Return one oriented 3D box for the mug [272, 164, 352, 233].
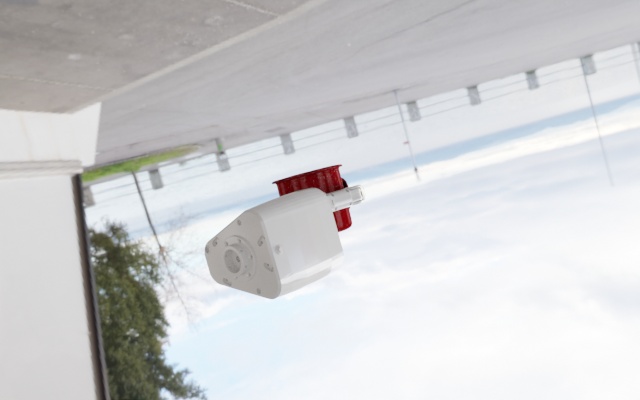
[{"bbox_3d":[0.001,0.002,0.622,0.093,0.081,0.117,-13,2,40],"label":"mug"}]
